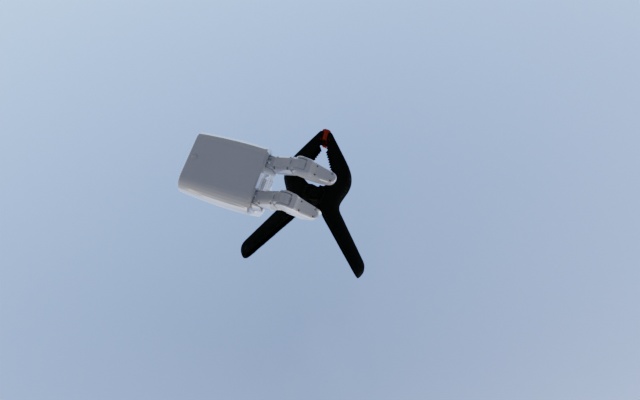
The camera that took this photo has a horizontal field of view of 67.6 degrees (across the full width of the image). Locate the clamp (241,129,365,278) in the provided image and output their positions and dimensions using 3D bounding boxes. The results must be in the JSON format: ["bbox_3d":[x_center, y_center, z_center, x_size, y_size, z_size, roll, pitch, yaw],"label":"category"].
[{"bbox_3d":[0.000,0.002,0.659,0.164,0.210,0.036,16,-20,4],"label":"clamp"}]
